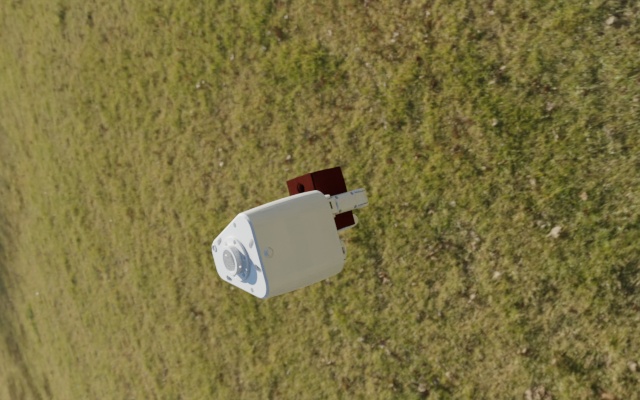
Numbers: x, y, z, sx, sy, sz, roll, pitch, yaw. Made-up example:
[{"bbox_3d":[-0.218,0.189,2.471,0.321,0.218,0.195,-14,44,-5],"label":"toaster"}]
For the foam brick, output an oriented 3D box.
[{"bbox_3d":[0.000,0.002,0.595,0.051,0.078,0.053,-15,0,-39],"label":"foam brick"}]
